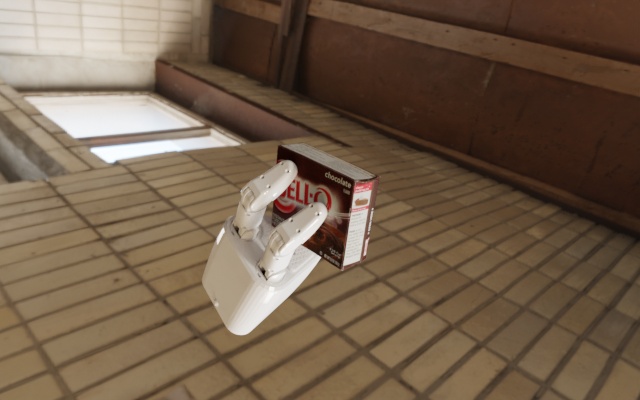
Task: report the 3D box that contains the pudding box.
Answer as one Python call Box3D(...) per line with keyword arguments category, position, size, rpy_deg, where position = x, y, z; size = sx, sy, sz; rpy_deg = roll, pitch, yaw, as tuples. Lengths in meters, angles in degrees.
Box3D(category="pudding box", position=(0.000, 0.002, 0.466), size=(0.039, 0.090, 0.113), rpy_deg=(-16, 31, -42))
